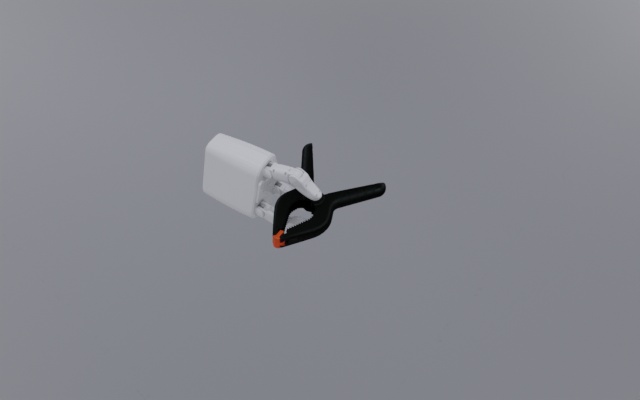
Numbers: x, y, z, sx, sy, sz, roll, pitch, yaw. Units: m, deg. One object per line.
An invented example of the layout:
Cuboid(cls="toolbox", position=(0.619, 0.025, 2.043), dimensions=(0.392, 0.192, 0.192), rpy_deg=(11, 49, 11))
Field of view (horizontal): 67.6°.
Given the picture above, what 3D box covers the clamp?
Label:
Cuboid(cls="clamp", position=(0.000, 0.002, 0.772), dimensions=(0.164, 0.210, 0.036), rpy_deg=(24, -36, 15))
